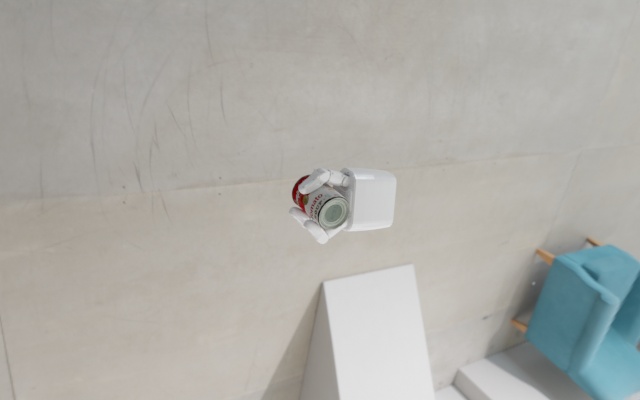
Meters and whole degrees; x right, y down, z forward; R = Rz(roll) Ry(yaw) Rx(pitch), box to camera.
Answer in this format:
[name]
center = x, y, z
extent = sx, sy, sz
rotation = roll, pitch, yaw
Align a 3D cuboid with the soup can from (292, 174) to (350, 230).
[soup can]
center = 0.000, 0.003, 0.872
extent = 0.068, 0.068, 0.102
rotation = 0, 25, -33
